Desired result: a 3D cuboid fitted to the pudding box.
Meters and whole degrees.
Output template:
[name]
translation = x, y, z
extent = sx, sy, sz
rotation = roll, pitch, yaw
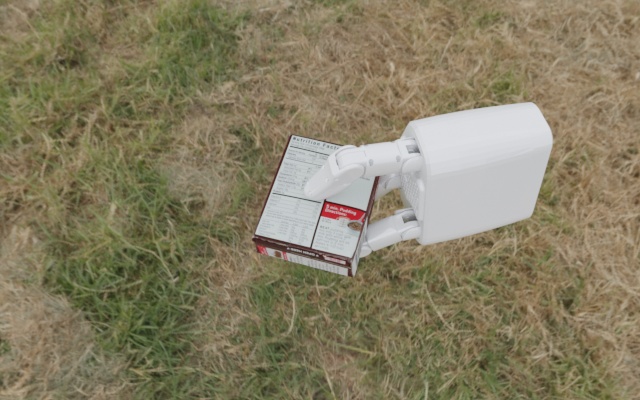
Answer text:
[pudding box]
translation = 0.000, 0.001, 0.423
extent = 0.090, 0.113, 0.039
rotation = 13, -29, 10
